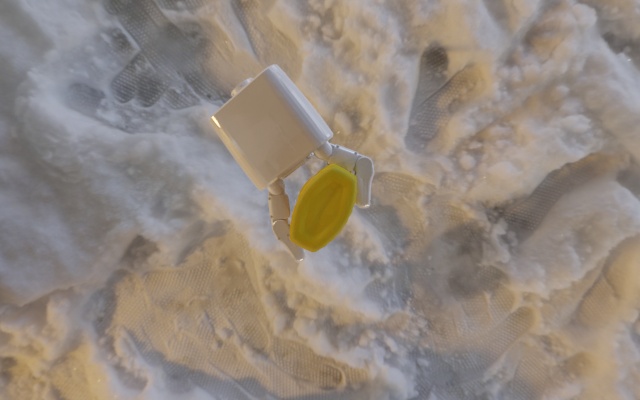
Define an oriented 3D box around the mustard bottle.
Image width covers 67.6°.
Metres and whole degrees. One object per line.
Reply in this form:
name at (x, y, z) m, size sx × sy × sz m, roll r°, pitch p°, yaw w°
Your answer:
mustard bottle at (0.000, 0.002, 0.594) m, size 0.058 × 0.096 × 0.191 m, roll 28°, pitch 3°, yaw -4°
